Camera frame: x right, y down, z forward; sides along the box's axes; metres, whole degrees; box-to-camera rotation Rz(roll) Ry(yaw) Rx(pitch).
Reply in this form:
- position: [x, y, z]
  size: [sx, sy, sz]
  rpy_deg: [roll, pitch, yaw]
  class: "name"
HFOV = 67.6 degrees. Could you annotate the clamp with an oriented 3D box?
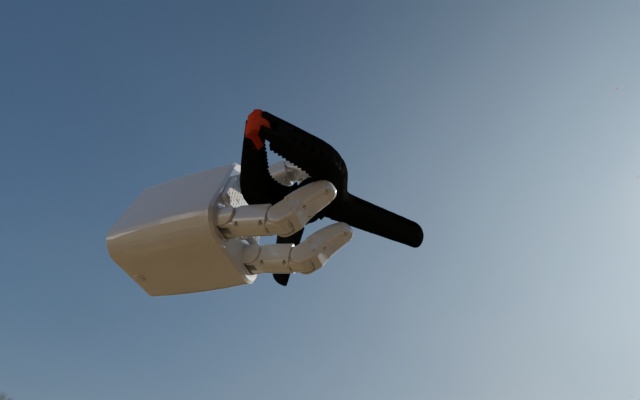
- position: [0.000, 0.001, 0.435]
  size: [0.164, 0.036, 0.210]
  rpy_deg: [-15, -45, 11]
  class: "clamp"
